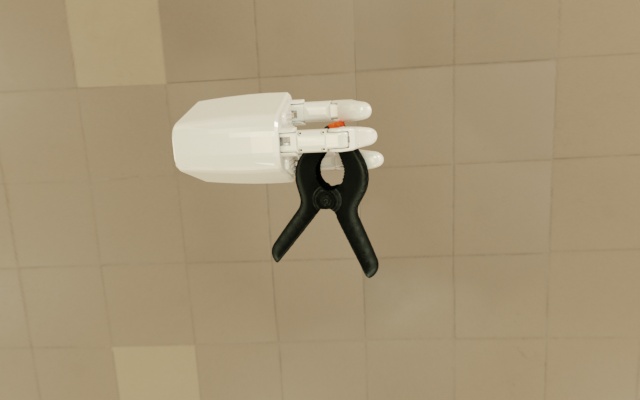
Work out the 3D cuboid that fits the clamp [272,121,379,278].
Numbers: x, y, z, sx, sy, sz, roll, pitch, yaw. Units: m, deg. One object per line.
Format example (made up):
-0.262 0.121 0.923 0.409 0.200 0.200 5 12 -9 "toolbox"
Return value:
0.000 0.002 0.517 0.120 0.171 0.039 -2 11 8 "clamp"
